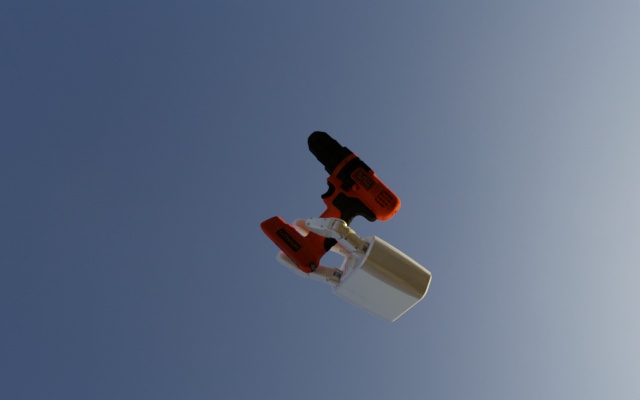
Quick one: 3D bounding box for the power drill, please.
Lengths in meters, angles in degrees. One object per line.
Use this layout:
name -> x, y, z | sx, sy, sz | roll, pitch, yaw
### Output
power drill -> 0.000, 0.003, 0.732 | 0.184, 0.187, 0.057 | 44, -10, 15
